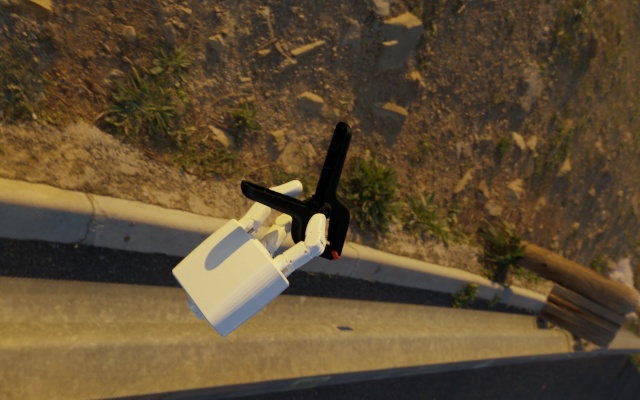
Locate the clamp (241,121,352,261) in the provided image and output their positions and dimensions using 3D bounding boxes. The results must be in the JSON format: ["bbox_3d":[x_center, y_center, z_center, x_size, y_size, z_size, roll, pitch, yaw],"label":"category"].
[{"bbox_3d":[0.001,0.003,0.662,0.164,0.210,0.036,-37,43,-11],"label":"clamp"}]
